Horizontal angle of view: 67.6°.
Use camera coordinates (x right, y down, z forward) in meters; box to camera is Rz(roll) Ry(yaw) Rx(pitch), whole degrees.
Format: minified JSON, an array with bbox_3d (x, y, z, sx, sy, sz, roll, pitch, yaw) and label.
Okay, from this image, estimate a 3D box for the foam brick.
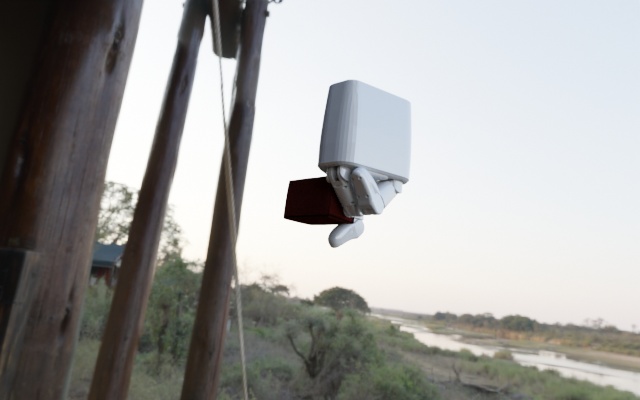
[{"bbox_3d":[0.000,0.002,0.608,0.078,0.051,0.053,-4,-15,40],"label":"foam brick"}]
